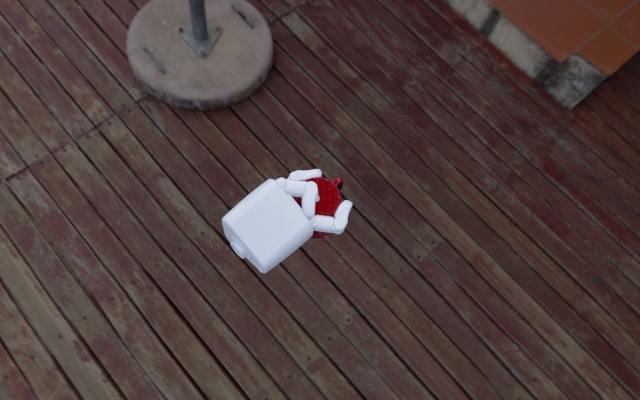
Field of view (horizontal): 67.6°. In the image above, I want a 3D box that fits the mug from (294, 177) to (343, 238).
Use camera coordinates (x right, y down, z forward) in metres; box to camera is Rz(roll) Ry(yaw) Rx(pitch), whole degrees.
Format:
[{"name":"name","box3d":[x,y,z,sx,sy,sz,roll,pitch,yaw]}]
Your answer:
[{"name":"mug","box3d":[0.001,0.002,0.855,0.117,0.093,0.081,-42,-13,-21]}]
